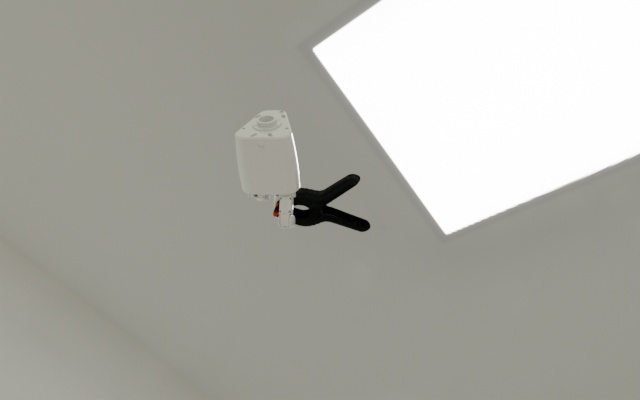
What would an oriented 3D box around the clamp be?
[{"bbox_3d":[0.000,0.002,0.824,0.171,0.120,0.039,1,34,8],"label":"clamp"}]
